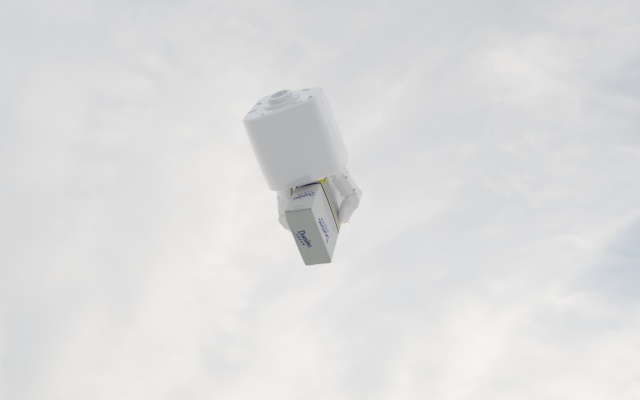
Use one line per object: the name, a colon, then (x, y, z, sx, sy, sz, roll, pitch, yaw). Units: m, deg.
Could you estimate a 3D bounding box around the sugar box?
sugar box: (0.000, 0.002, 0.692, 0.048, 0.093, 0.176, -8, 30, 21)
